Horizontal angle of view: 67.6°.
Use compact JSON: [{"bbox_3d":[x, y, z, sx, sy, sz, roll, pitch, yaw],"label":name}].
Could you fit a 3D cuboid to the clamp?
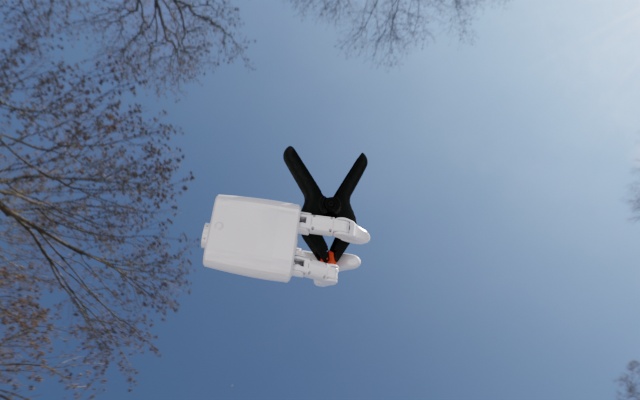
[{"bbox_3d":[0.000,0.002,0.646,0.120,0.171,0.039,10,-22,-7],"label":"clamp"}]
